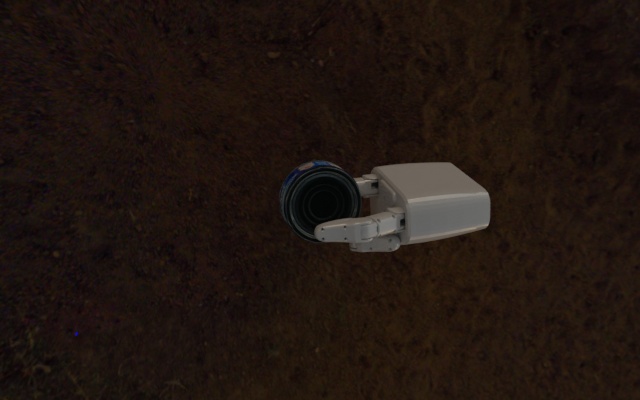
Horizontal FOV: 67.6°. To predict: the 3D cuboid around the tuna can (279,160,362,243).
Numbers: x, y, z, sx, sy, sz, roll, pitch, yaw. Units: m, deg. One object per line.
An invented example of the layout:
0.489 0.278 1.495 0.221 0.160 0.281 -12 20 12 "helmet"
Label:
0.000 0.002 0.511 0.086 0.086 0.033 0 14 -14 "tuna can"
